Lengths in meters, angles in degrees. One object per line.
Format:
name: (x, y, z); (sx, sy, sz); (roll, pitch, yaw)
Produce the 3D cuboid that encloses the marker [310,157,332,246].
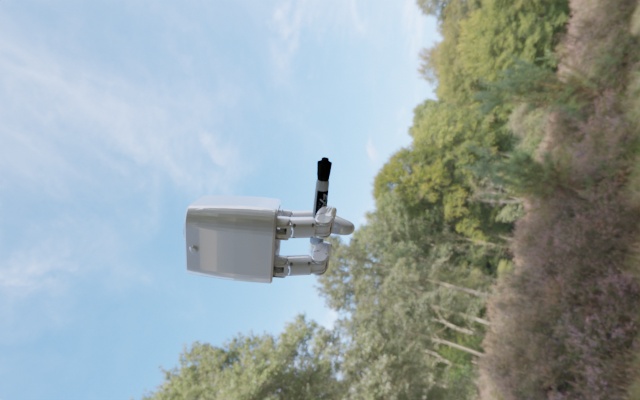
marker: (0.000, 0.002, 0.617); (0.020, 0.121, 0.020); (5, 25, -2)
